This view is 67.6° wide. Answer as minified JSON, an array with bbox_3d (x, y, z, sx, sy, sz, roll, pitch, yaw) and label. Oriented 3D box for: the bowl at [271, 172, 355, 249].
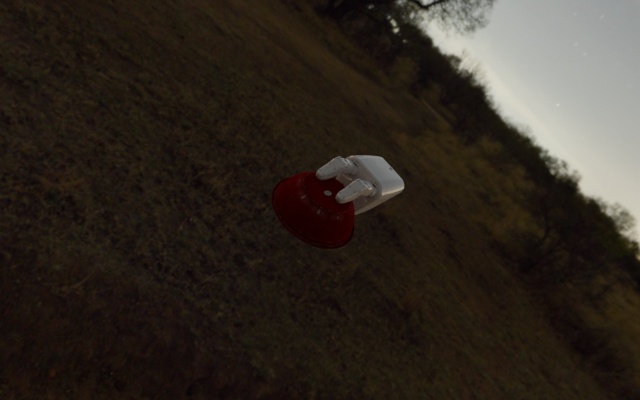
[{"bbox_3d":[0.000,0.003,0.813,0.162,0.162,0.055,0,-40,-37],"label":"bowl"}]
